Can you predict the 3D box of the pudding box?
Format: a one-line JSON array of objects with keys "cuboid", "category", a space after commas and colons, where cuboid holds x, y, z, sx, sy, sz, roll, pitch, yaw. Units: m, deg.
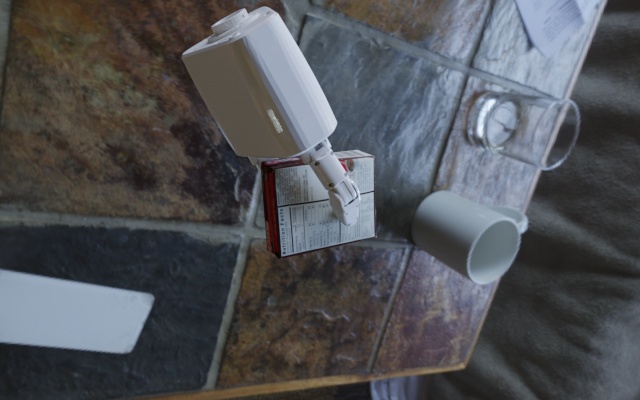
[{"cuboid": [0.000, 0.002, 0.472, 0.113, 0.090, 0.039, -9, 16, -24], "category": "pudding box"}]
